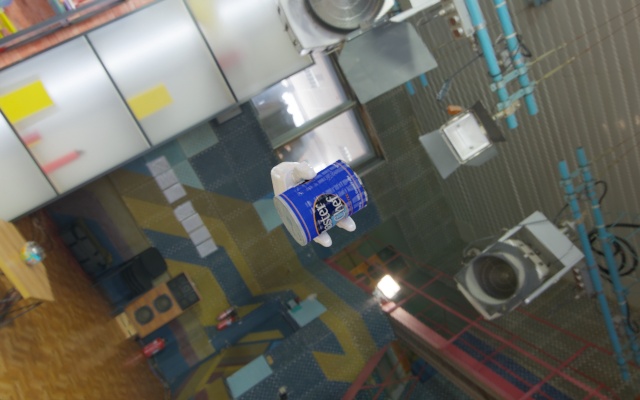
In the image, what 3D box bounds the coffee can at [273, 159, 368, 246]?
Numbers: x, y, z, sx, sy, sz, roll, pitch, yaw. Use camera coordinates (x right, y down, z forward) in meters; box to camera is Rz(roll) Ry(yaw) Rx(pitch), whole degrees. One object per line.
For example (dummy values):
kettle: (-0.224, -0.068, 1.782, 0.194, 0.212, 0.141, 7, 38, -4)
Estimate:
coffee can: (0.000, 0.003, 0.870, 0.140, 0.103, 0.103, -31, 9, -15)
